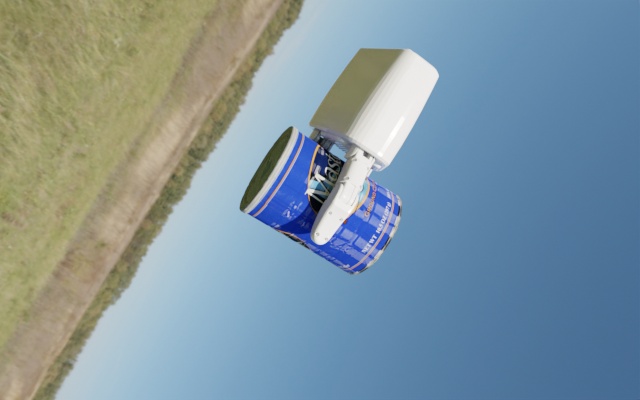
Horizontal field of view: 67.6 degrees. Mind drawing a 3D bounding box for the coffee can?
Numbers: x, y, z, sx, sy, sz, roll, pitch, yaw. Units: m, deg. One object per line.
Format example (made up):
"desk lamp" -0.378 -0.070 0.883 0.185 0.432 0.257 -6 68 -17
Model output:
"coffee can" 0.000 0.002 0.510 0.140 0.103 0.103 32 -10 -16
